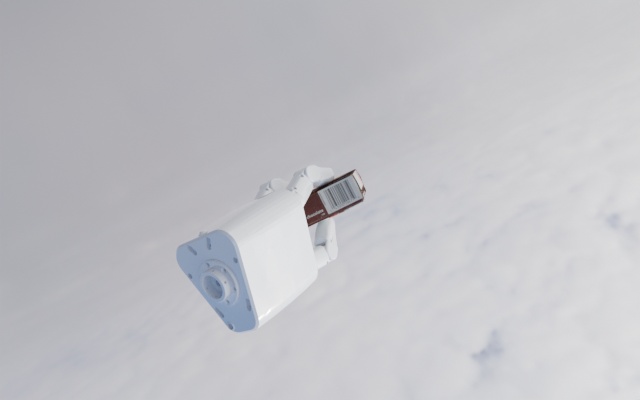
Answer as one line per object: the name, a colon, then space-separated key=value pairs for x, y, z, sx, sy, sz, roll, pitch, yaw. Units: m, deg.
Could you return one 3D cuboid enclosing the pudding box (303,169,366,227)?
pudding box: x=0.000 y=0.002 z=0.602 sx=0.113 sy=0.039 sz=0.090 roll=-24 pitch=5 yaw=9
